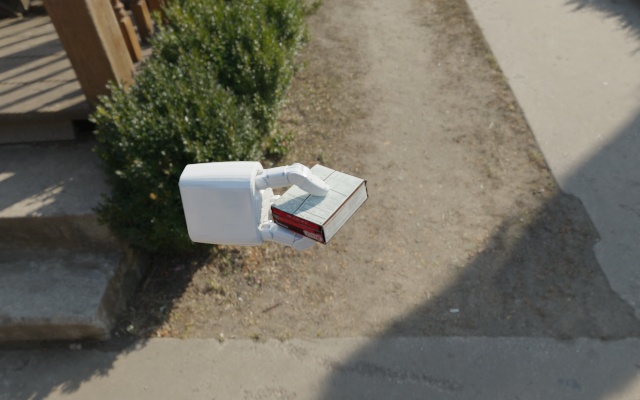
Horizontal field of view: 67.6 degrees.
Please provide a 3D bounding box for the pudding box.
[{"bbox_3d":[0.000,0.002,0.663,0.090,0.039,0.113,21,50,30],"label":"pudding box"}]
